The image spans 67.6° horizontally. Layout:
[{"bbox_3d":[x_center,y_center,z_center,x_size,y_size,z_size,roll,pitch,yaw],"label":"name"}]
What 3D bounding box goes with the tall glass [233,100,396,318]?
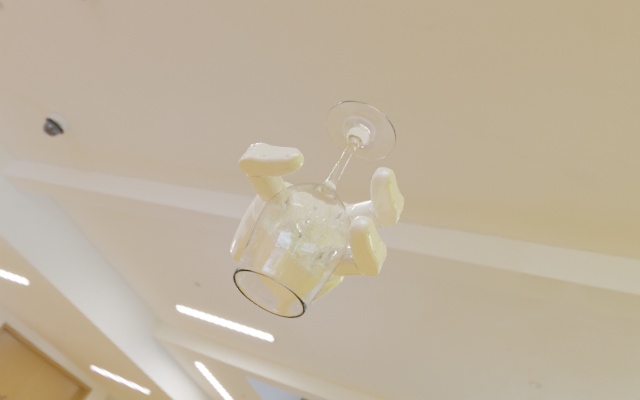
[{"bbox_3d":[0.000,0.001,0.420,0.079,0.201,0.079,19,-37,15],"label":"tall glass"}]
